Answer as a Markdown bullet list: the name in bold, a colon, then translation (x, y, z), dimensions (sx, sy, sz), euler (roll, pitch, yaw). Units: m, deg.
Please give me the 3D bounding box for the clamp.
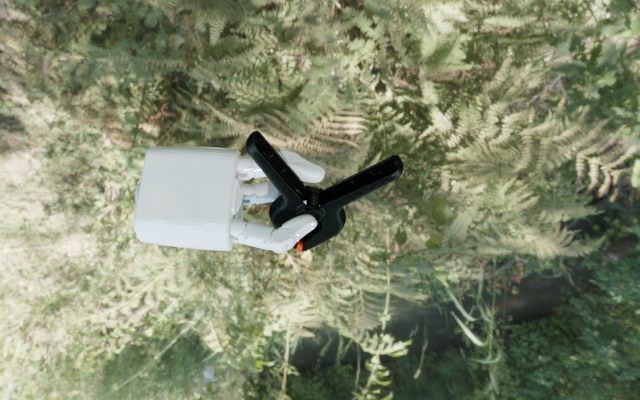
- **clamp**: translation (0.000, 0.003, 0.563), dimensions (0.164, 0.036, 0.210), euler (6, -35, 0)
